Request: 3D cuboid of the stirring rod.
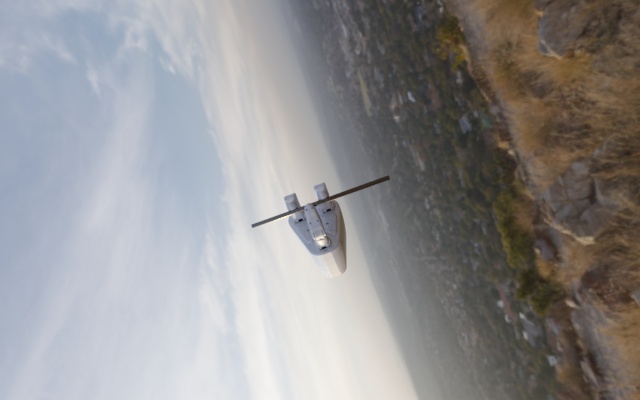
[{"bbox_3d":[0.000,0.003,0.787,0.239,0.011,0.011,-20,0,1],"label":"stirring rod"}]
